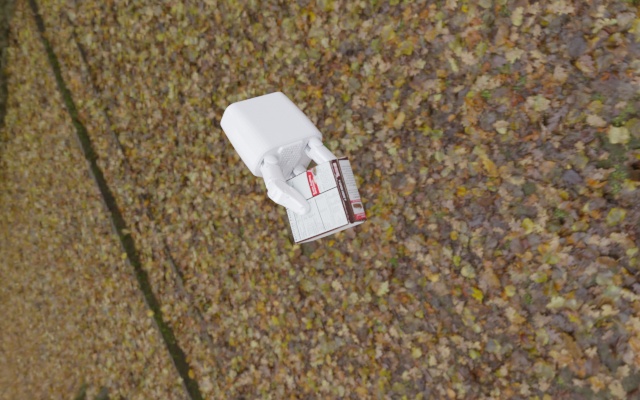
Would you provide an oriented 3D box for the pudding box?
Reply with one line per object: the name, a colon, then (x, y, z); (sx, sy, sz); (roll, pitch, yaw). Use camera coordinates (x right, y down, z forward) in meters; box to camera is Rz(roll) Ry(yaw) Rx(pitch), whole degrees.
pudding box: (0.000, 0.002, 0.641); (0.039, 0.090, 0.113); (-11, -9, -44)
